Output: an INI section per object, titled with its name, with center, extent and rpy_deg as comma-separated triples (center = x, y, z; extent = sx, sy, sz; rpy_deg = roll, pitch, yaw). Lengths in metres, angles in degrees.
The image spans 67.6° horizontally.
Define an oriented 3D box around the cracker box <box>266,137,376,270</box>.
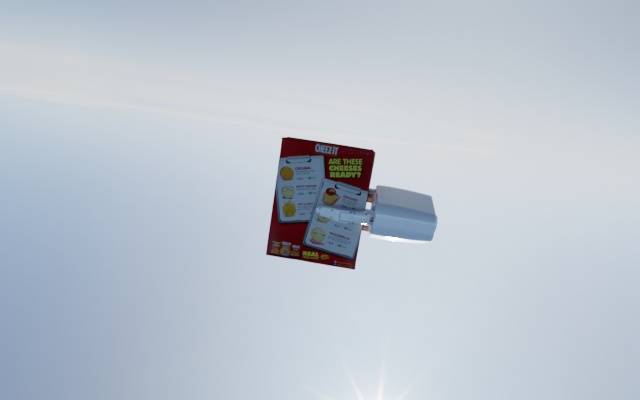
[cracker box]
center = 0.000, 0.003, 0.857
extent = 0.164, 0.214, 0.072
rpy_deg = 9, 10, 2
